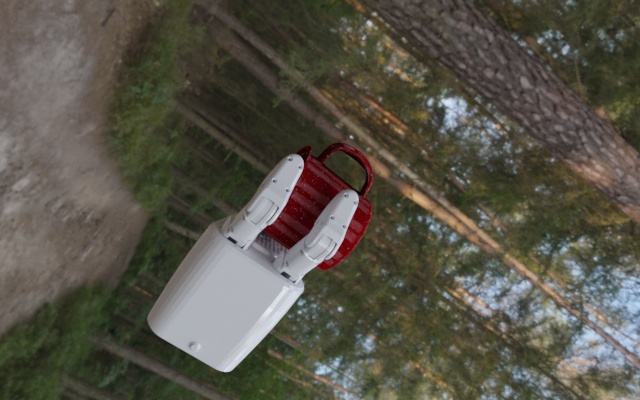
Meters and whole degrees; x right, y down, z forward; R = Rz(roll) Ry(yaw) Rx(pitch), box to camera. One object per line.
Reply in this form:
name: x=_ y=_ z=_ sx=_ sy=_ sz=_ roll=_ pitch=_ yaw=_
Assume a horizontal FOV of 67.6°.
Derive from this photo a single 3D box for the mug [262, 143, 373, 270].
mug: x=0.001 y=0.000 z=0.439 sx=0.081 sy=0.117 sz=0.093 roll=37 pitch=10 yaw=-15
